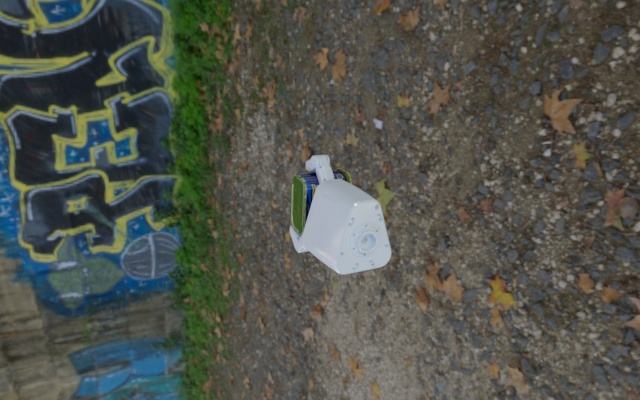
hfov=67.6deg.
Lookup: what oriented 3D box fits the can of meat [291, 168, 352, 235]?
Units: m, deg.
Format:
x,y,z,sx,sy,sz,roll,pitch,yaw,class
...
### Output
x,y,z,sx,sy,sz,roll,pitch,yaw,class
0.000,0.002,0.781,0.084,0.102,0.057,-7,22,-24,can of meat
